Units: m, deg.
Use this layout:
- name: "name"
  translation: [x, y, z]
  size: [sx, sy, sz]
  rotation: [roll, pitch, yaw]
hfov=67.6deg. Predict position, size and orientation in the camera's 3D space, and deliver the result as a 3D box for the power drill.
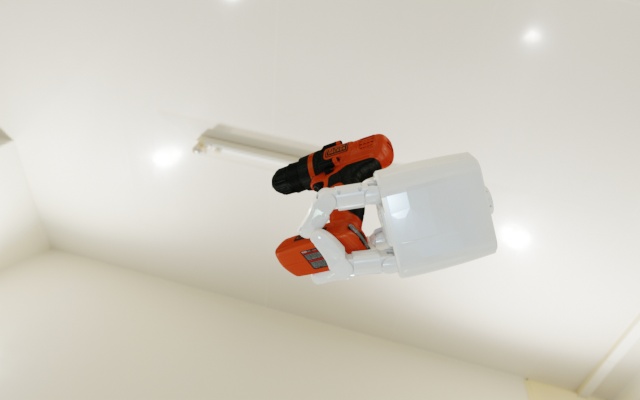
- name: "power drill"
  translation: [0.000, 0.002, 0.605]
  size: [0.184, 0.187, 0.057]
  rotation: [-17, -49, 28]
